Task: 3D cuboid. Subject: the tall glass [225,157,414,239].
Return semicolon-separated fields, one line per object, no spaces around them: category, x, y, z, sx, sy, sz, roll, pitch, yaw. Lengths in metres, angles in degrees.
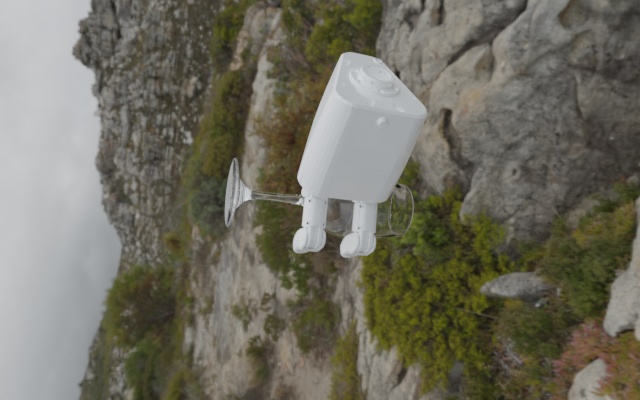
tall glass;-0.001;0.002;0.530;0.201;0.079;0.079;7;-2;-18
